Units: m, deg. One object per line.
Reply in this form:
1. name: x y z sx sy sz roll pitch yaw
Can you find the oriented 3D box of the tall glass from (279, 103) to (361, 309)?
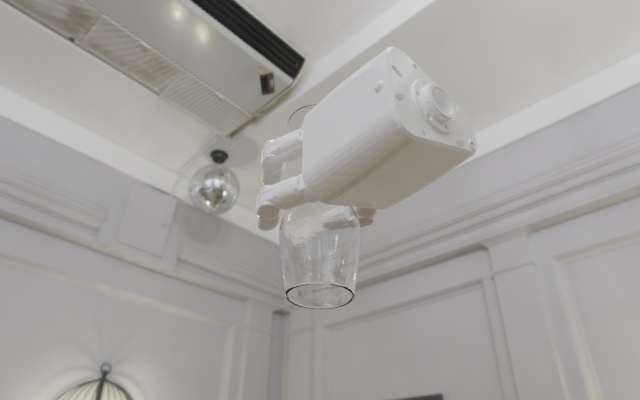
1. tall glass: 0.000 0.001 0.475 0.079 0.201 0.079 0 -32 0
